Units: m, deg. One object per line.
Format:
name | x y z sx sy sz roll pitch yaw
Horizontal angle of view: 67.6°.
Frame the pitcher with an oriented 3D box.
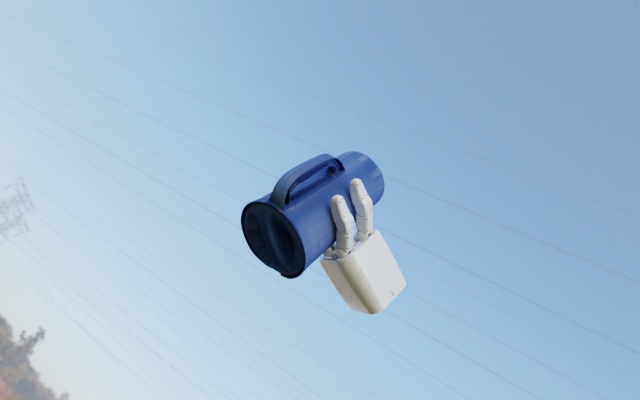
pitcher | 0.000 0.003 0.777 0.242 0.145 0.149 -36 8 -40
